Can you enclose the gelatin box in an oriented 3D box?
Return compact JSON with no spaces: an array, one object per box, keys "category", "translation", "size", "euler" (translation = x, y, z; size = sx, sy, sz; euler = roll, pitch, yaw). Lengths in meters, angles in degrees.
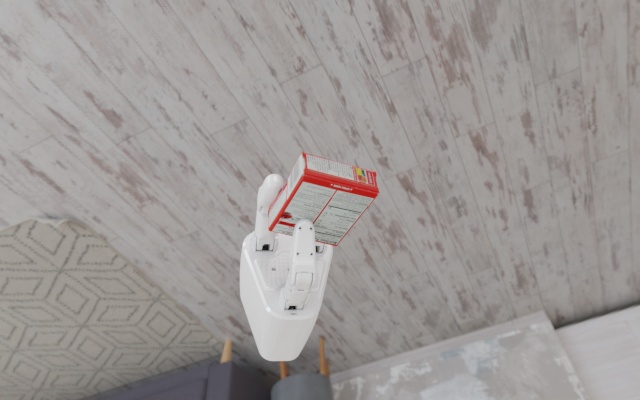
[{"category":"gelatin box","translation":[0.000,0.002,0.438],"size":[0.073,0.030,0.089],"euler":[13,-42,-21]}]
